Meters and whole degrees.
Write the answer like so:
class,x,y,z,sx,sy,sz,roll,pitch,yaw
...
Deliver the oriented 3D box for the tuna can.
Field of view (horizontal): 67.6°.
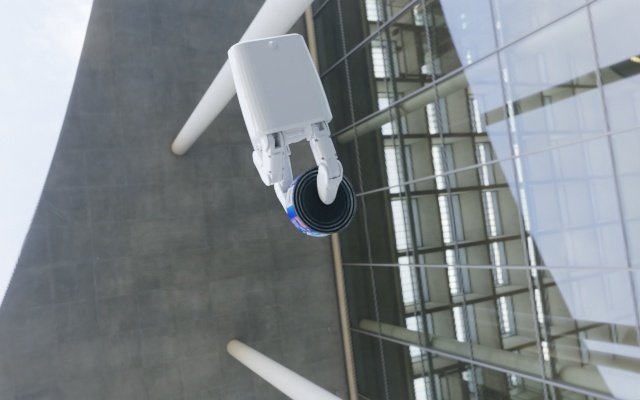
class,x,y,z,sx,sy,sz,roll,pitch,yaw
tuna can,0.000,0.002,0.599,0.086,0.086,0.034,0,-11,-23
